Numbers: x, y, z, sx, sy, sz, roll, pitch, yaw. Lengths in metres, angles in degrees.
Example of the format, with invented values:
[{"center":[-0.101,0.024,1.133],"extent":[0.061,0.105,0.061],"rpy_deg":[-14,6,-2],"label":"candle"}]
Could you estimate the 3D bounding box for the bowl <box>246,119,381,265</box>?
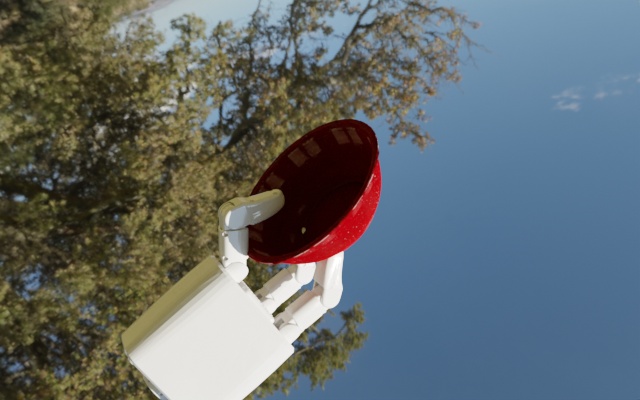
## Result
[{"center":[0.001,0.001,0.449],"extent":[0.162,0.162,0.055],"rpy_deg":[0,-35,49],"label":"bowl"}]
